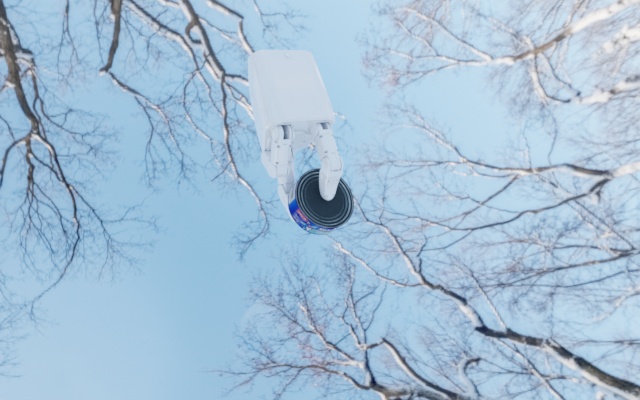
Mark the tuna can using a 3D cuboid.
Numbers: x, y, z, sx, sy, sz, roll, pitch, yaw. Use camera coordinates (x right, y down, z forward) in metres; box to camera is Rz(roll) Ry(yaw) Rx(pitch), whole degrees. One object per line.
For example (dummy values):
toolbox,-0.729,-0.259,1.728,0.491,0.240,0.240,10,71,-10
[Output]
tuna can,0.000,0.002,0.641,0.086,0.086,0.034,0,-23,-28
